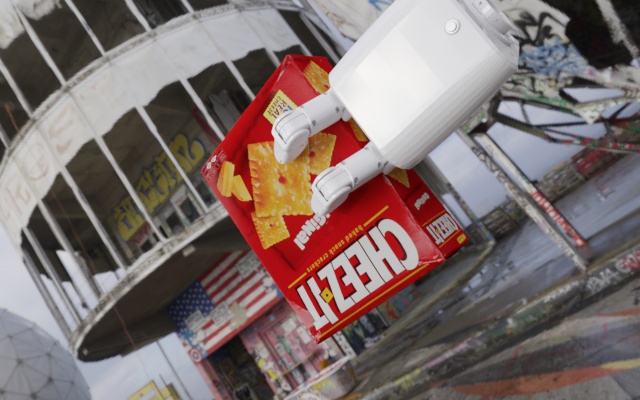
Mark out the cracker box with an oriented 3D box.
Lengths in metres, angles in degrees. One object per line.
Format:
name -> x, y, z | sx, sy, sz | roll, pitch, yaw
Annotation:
cracker box -> 0.000, 0.001, 0.445 | 0.164, 0.213, 0.072 | -43, -13, 34
